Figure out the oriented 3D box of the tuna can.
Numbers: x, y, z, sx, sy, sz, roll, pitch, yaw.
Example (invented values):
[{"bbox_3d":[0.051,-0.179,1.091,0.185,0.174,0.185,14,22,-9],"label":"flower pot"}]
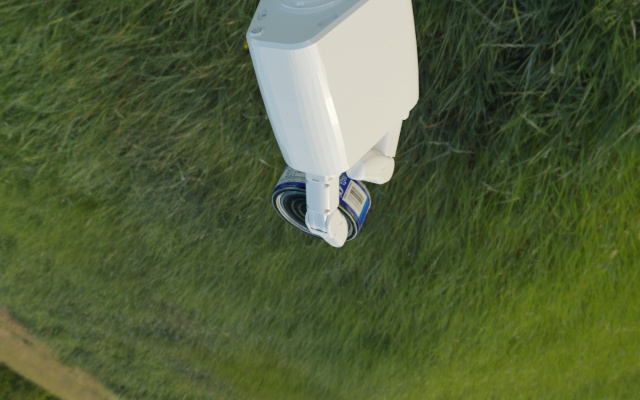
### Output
[{"bbox_3d":[0.000,0.002,0.431,0.086,0.033,0.086,19,-29,11],"label":"tuna can"}]
